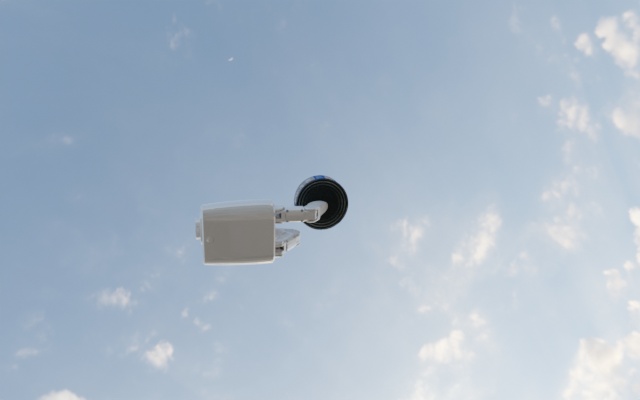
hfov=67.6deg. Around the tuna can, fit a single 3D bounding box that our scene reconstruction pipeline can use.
[{"bbox_3d":[0.000,0.002,0.781,0.086,0.086,0.033,0,15,-12],"label":"tuna can"}]
